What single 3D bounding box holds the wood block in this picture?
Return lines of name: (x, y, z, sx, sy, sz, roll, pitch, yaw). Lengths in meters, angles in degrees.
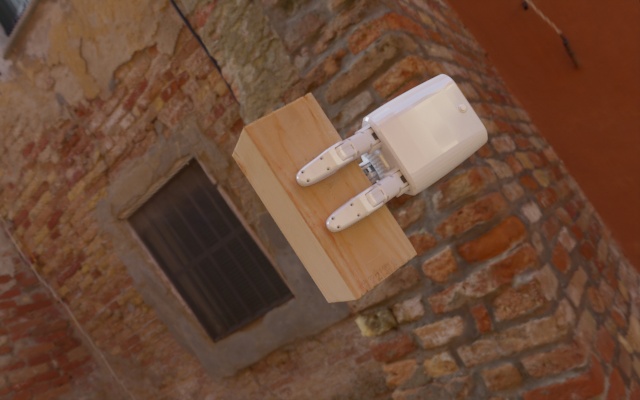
wood block: (0.000, 0.001, 0.530, 0.090, 0.206, 0.091, -33, -2, -22)
